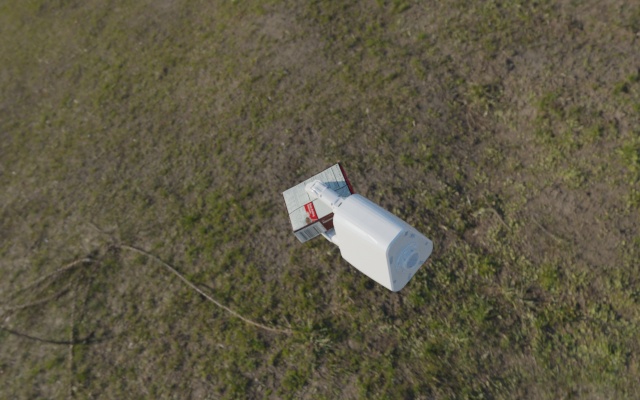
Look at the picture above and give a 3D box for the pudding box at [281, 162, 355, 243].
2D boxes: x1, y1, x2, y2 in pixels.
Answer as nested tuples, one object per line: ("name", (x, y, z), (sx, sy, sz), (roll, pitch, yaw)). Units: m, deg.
("pudding box", (0.000, 0.002, 0.767), (0.113, 0.090, 0.039), (-26, -40, 8))
